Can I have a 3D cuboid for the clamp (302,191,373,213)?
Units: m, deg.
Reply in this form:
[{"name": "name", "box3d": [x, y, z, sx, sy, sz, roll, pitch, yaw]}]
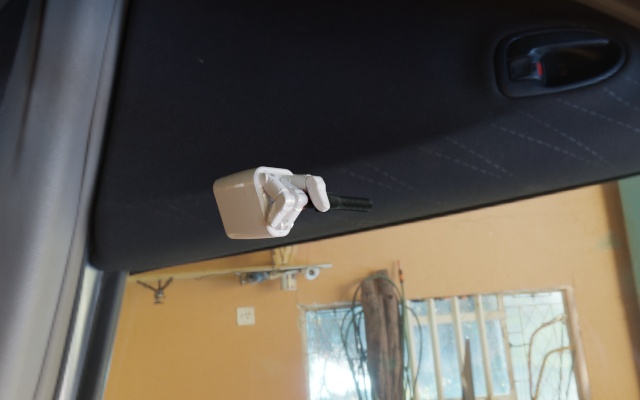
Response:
[{"name": "clamp", "box3d": [0.000, 0.003, 0.836, 0.120, 0.039, 0.171, -5, -9, 37]}]
